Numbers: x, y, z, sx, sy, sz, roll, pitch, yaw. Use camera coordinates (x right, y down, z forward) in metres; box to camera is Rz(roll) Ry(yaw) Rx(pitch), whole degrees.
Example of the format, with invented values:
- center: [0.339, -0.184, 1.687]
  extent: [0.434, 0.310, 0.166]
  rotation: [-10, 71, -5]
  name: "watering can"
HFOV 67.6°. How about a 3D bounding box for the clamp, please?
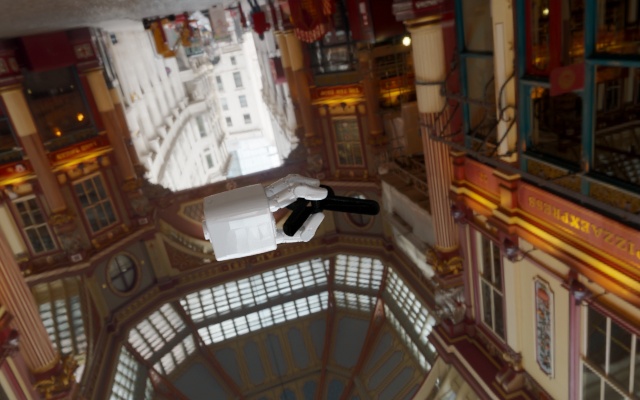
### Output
- center: [0.000, 0.003, 0.843]
  extent: [0.164, 0.036, 0.210]
  rotation: [-10, 20, -11]
  name: "clamp"
